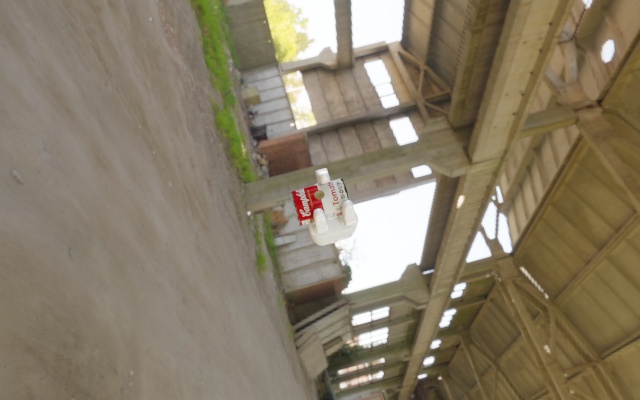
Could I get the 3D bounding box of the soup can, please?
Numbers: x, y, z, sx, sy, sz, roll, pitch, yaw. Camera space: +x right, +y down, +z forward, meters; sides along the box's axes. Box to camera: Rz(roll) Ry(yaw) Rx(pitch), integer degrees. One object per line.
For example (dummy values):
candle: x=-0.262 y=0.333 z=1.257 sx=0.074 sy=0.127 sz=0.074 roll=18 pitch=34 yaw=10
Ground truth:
soup can: x=0.000 y=0.003 z=0.895 sx=0.102 sy=0.068 sz=0.068 roll=-15 pitch=1 yaw=-3
